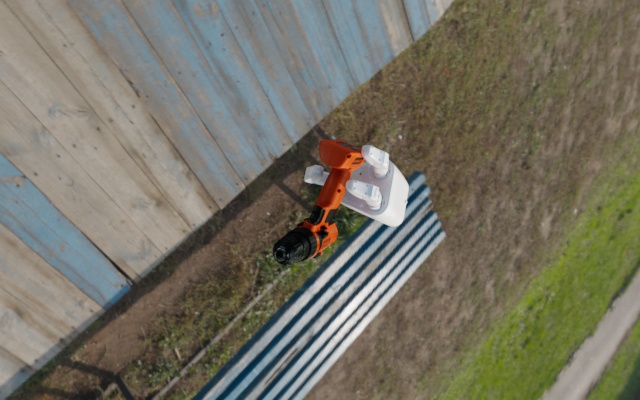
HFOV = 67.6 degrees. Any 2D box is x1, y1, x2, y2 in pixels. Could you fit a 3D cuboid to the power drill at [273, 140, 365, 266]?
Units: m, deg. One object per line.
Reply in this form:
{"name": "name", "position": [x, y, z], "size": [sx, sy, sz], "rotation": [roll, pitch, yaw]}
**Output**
{"name": "power drill", "position": [0.000, 0.002, 0.727], "size": [0.057, 0.188, 0.184], "rotation": [26, 16, 15]}
